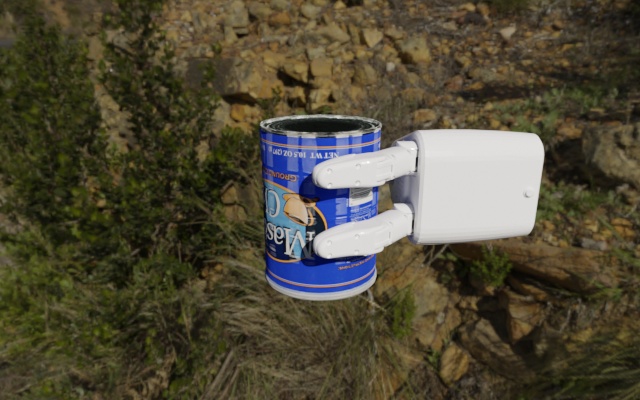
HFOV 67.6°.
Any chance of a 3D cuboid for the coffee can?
[{"bbox_3d":[0.000,0.002,0.421,0.103,0.140,0.102,0,18,0],"label":"coffee can"}]
